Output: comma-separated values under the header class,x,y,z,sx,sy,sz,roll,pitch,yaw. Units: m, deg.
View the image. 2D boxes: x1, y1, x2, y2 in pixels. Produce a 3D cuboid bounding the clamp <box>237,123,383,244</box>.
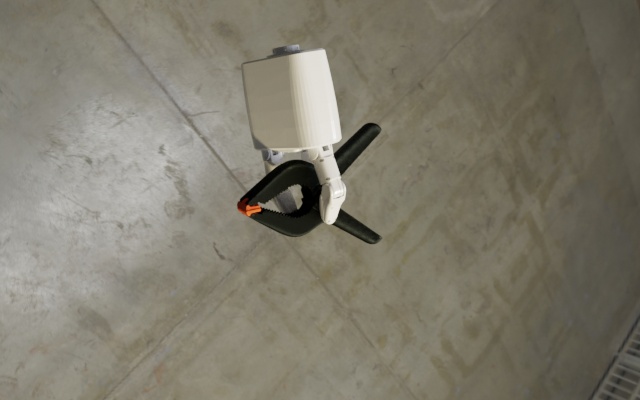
class,x,y,z,sx,sy,sz,roll,pitch,yaw
clamp,0.000,0.002,0.599,0.210,0.164,0.036,-18,19,-29
